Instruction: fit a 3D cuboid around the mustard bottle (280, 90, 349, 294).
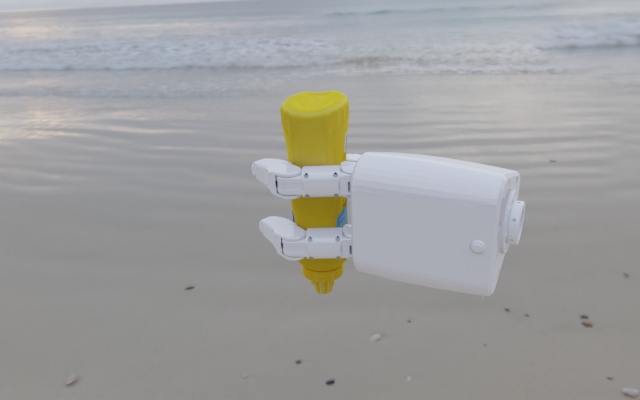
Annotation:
[{"bbox_3d":[0.000,0.001,0.441,0.058,0.192,0.096,-1,23,5],"label":"mustard bottle"}]
